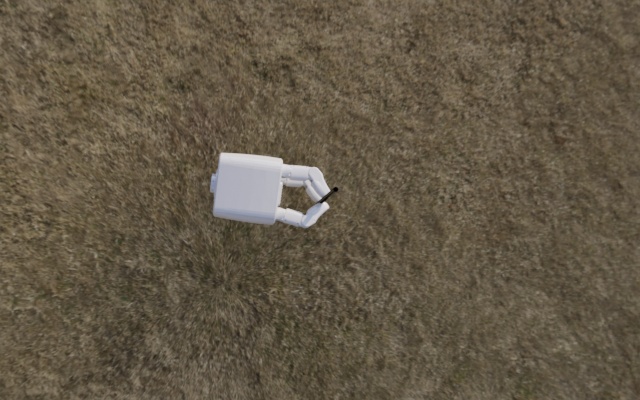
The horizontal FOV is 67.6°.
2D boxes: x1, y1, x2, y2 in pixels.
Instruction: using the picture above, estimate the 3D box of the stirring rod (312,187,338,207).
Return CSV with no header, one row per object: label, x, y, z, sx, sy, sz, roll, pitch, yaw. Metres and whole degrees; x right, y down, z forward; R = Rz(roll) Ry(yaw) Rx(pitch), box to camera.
stirring rod,0.000,0.003,0.847,0.011,0.011,0.239,0,-9,-11
